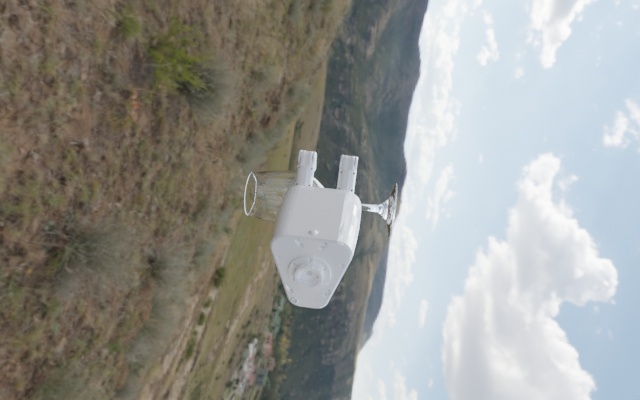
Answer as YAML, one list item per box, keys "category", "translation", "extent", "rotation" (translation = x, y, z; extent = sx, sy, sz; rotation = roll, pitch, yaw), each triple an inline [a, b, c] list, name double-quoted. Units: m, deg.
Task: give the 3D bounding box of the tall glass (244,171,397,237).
- category: "tall glass"
  translation: [0.001, 0.002, 0.657]
  extent: [0.201, 0.079, 0.079]
  rotation: [7, 0, 4]
